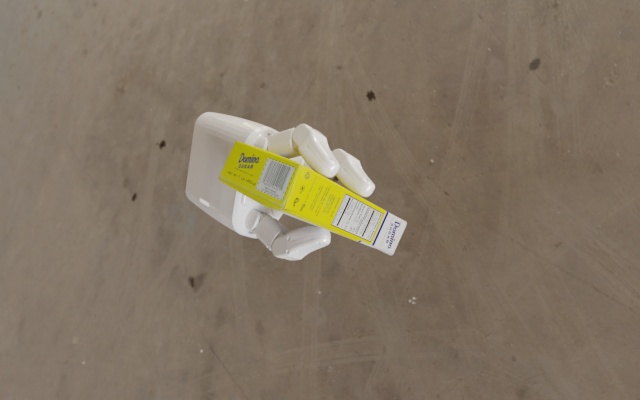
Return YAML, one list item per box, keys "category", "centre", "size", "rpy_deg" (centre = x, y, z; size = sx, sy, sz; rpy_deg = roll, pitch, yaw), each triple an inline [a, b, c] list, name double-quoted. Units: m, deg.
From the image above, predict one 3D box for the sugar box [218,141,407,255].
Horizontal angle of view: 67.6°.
- category: "sugar box"
  centre: [0.000, 0.001, 0.460]
  size: [0.093, 0.048, 0.176]
  rpy_deg: [24, 2, 41]
